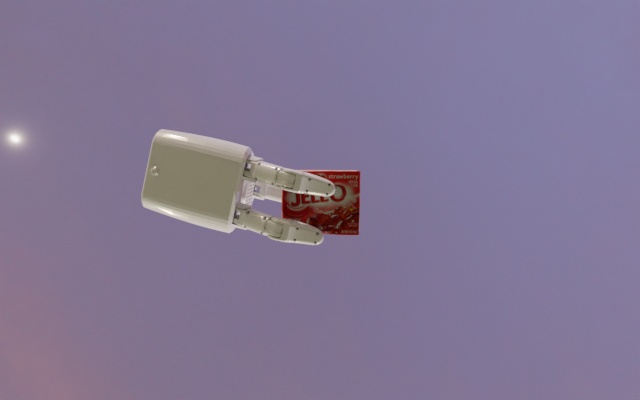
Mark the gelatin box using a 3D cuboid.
[{"bbox_3d":[0.000,0.002,0.544,0.089,0.073,0.030,1,6,-1],"label":"gelatin box"}]
